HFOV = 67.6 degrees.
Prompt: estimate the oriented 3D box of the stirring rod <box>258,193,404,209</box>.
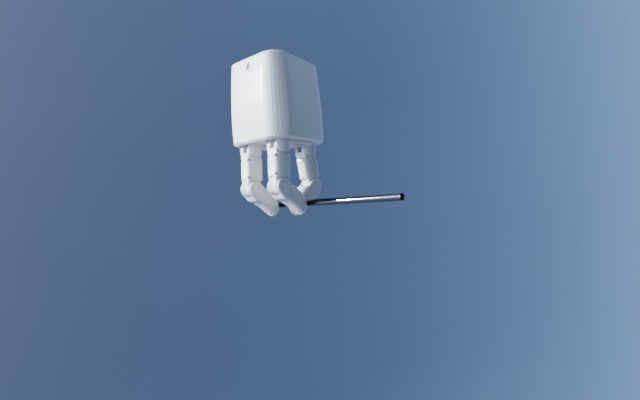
[{"bbox_3d":[0.000,0.002,0.582,0.011,0.011,0.239,0,-3,-45],"label":"stirring rod"}]
